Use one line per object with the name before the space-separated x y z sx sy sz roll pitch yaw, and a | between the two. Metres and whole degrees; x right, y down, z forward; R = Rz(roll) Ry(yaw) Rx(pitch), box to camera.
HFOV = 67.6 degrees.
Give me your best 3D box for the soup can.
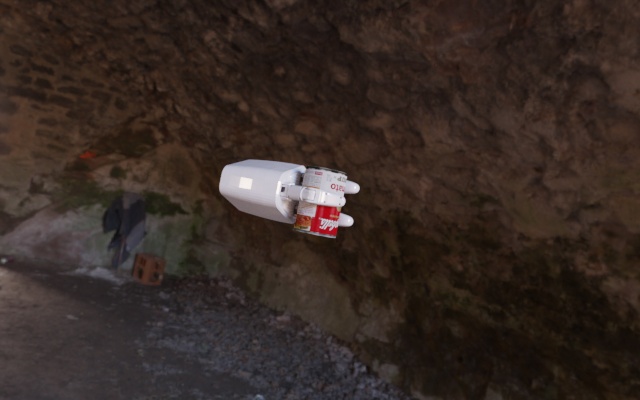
soup can | 0.001 0.002 0.749 0.068 0.102 0.068 11 -2 0
